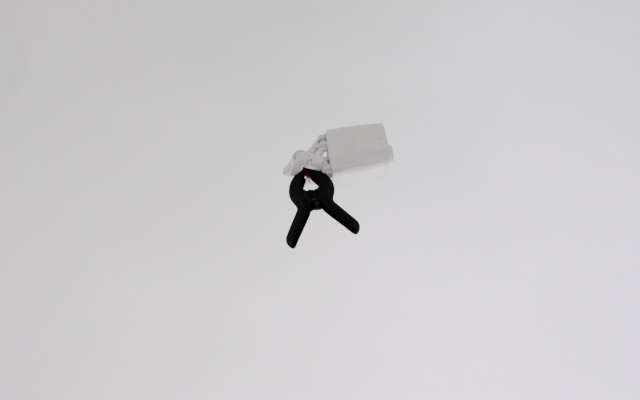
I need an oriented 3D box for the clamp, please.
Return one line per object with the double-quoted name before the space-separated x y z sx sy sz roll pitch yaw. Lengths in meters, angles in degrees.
"clamp" 0.000 0.003 0.811 0.120 0.171 0.039 -2 -36 -3
